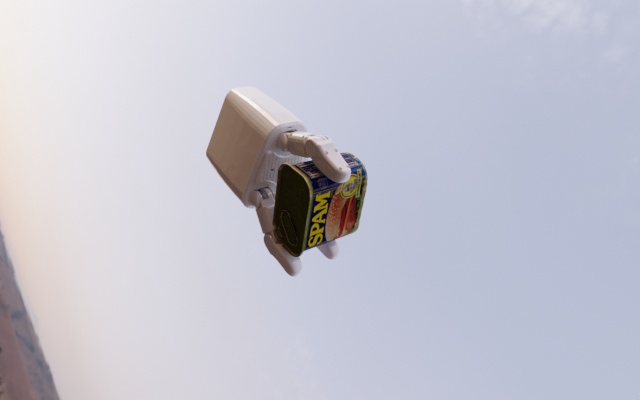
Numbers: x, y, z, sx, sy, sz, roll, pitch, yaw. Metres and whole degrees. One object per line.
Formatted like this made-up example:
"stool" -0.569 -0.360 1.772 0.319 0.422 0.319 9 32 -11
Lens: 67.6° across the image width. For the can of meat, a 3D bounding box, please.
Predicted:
"can of meat" 0.000 0.002 0.523 0.084 0.102 0.057 -17 41 -35
